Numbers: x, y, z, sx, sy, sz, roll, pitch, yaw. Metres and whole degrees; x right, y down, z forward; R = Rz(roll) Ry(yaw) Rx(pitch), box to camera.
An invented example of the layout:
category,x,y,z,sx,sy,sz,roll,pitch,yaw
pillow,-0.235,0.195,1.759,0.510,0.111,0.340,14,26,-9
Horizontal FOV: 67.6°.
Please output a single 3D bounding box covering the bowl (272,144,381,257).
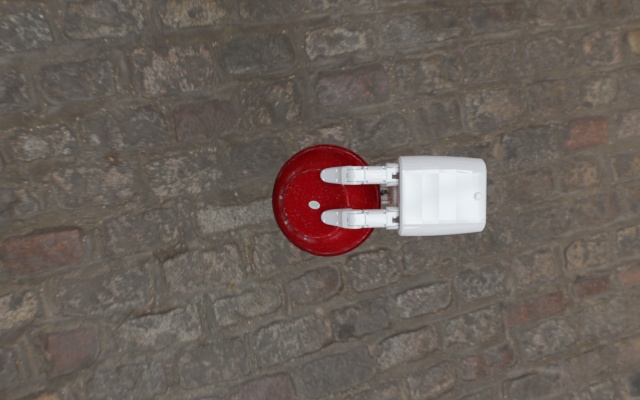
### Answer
category,x,y,z,sx,sy,sz,roll,pitch,yaw
bowl,-0.001,0.003,0.657,0.162,0.162,0.055,0,4,15
